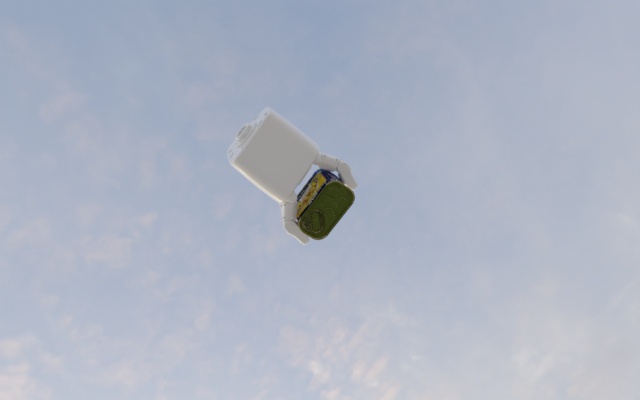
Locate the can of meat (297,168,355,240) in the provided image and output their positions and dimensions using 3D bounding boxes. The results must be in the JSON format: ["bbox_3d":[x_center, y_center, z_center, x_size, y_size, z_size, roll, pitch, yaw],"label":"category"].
[{"bbox_3d":[0.000,0.002,0.796,0.057,0.102,0.084,34,9,-24],"label":"can of meat"}]
